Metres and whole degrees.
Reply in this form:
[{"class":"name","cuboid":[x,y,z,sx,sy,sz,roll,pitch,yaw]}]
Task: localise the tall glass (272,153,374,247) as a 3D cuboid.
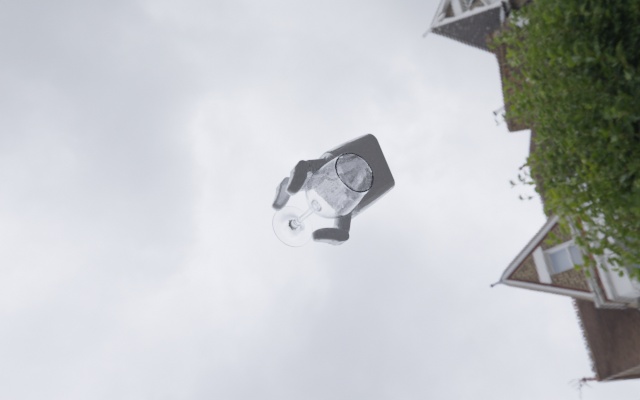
[{"class":"tall glass","cuboid":[0.000,0.003,0.726,0.079,0.079,0.201,0,-24,-31]}]
